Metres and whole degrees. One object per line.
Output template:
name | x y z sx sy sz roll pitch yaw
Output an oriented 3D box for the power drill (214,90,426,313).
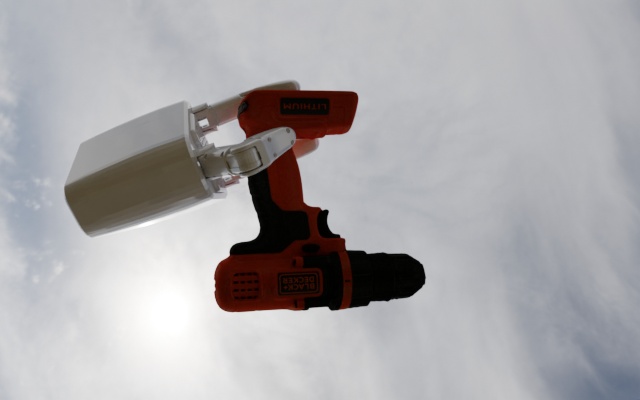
power drill | 0.000 0.001 0.415 0.184 0.187 0.057 -1 -7 -14
